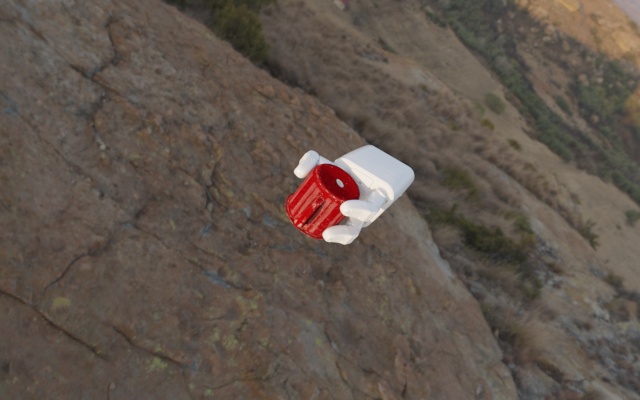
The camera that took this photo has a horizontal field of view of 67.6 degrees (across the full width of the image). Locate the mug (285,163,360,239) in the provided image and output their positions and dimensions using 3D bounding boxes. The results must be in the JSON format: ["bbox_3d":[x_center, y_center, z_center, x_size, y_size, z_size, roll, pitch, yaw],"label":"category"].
[{"bbox_3d":[-0.001,0.003,0.711,0.081,0.093,0.117,-50,-9,36],"label":"mug"}]
